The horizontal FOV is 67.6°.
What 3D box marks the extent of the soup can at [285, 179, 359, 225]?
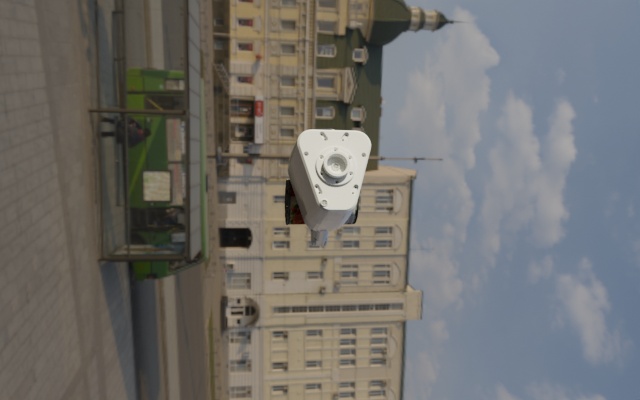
[{"bbox_3d":[0.000,0.003,0.706,0.102,0.068,0.068,0,0,-8],"label":"soup can"}]
